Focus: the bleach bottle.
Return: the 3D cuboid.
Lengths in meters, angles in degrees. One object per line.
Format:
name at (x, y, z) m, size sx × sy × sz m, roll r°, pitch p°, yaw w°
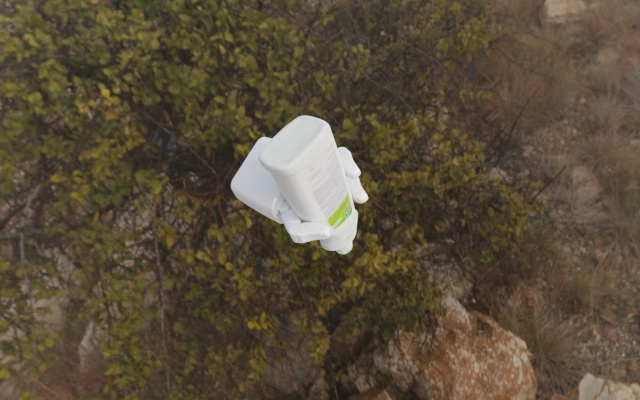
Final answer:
bleach bottle at (0.000, 0.002, 0.699) m, size 0.068 × 0.102 × 0.251 m, roll 25°, pitch -28°, yaw 36°
